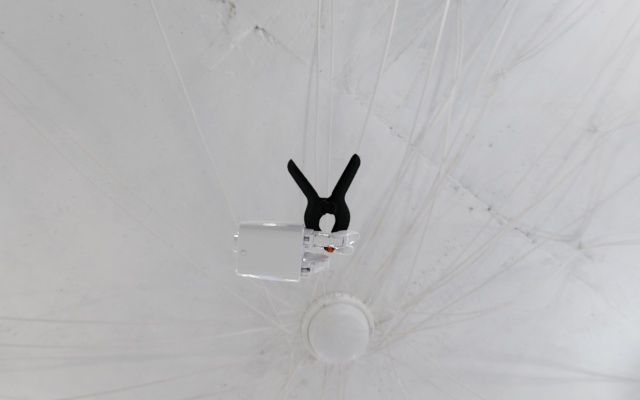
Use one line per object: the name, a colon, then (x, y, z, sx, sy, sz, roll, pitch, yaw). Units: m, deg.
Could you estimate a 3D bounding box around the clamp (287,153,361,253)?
clamp: (0.000, 0.003, 0.798, 0.120, 0.171, 0.039, 5, 13, -3)
